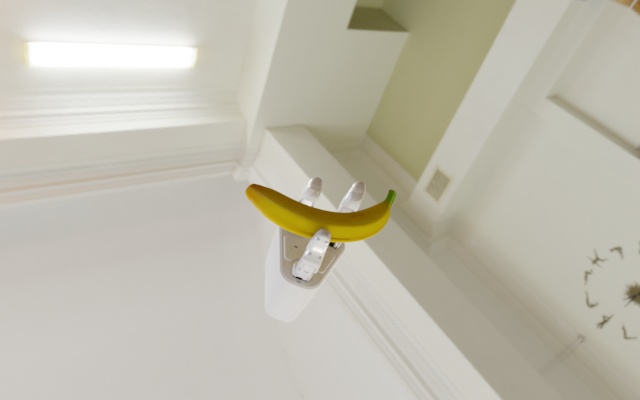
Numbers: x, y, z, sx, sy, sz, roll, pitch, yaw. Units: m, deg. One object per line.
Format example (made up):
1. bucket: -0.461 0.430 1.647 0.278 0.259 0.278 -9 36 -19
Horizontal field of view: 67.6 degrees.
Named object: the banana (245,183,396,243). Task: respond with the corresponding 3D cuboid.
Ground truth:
1. banana: 0.006 0.018 0.586 0.198 0.069 0.037 3 -31 -21
